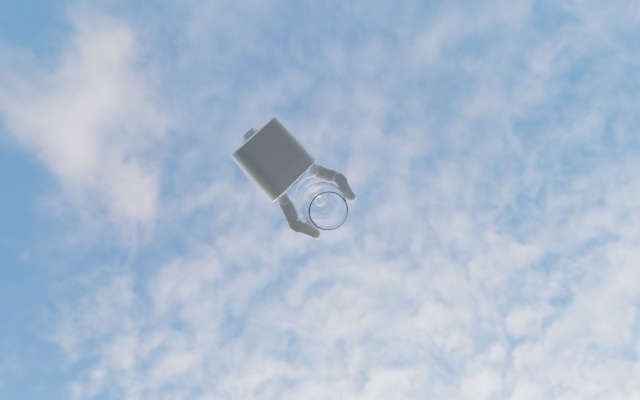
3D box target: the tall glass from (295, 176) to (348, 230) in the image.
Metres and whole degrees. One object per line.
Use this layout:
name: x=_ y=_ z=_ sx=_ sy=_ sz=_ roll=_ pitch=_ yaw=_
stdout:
tall glass: x=0.000 y=0.003 z=0.836 sx=0.079 sy=0.079 sz=0.201 roll=0 pitch=8 yaw=-7
